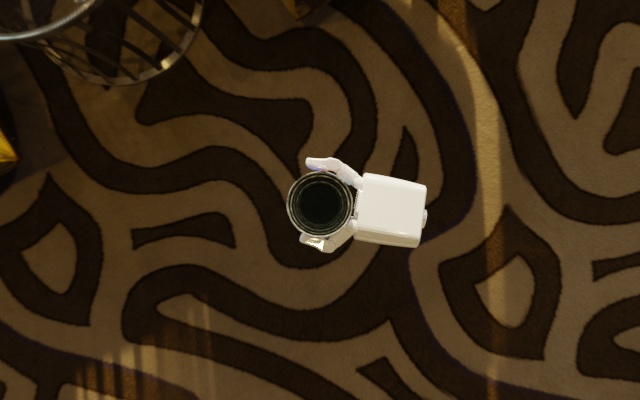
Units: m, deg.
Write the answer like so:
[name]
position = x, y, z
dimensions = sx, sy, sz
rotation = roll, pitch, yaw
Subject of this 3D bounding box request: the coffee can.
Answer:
[coffee can]
position = 0.000, 0.003, 0.799
dimensions = 0.103, 0.103, 0.140
rotation = 0, 3, 1
